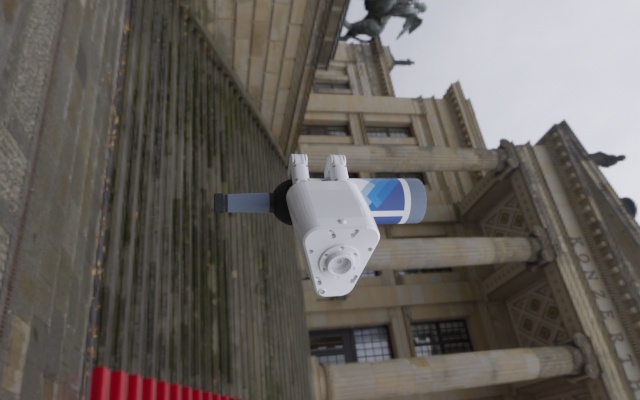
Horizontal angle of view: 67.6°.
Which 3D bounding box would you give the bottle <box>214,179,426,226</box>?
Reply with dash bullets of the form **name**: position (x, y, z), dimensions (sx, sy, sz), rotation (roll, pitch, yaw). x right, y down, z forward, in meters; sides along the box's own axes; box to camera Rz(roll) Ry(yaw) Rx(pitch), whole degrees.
- **bottle**: position (0.000, 0.002, 0.677), dimensions (0.296, 0.069, 0.069), rotation (-1, 0, -13)
